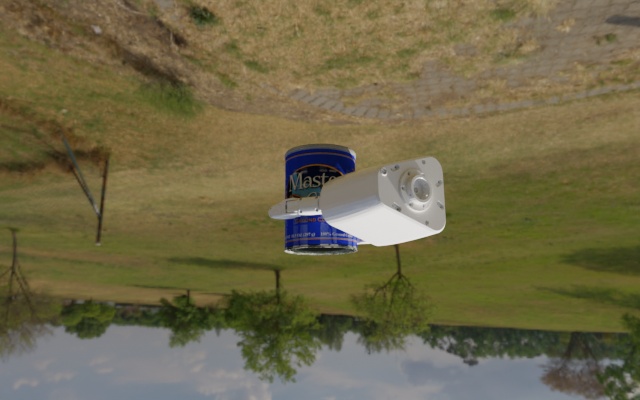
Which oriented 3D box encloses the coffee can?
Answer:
[{"bbox_3d":[0.000,0.002,0.676,0.103,0.140,0.103,-1,-12,0],"label":"coffee can"}]
